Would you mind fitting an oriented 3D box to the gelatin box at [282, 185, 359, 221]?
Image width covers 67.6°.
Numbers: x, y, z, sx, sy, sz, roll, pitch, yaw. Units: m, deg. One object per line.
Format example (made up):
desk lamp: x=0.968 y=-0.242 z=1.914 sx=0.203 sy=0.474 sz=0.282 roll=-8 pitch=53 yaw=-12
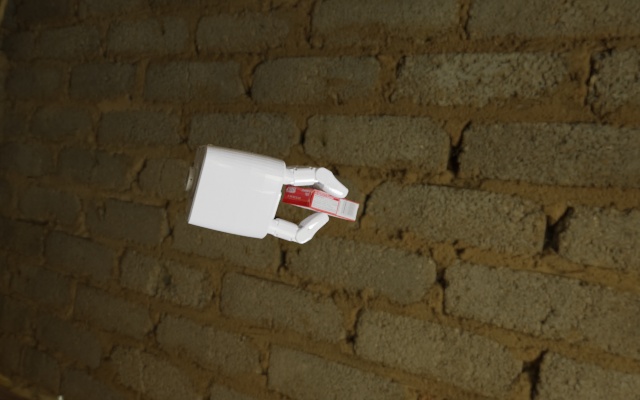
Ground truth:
gelatin box: x=0.000 y=0.003 z=0.706 sx=0.089 sy=0.030 sz=0.073 roll=17 pitch=-3 yaw=-35
